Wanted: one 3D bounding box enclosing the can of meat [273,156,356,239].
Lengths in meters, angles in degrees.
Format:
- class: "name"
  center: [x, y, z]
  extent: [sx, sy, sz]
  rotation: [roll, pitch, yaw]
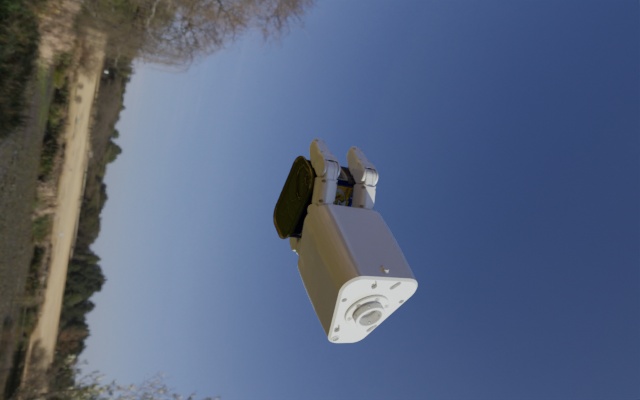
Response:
- class: "can of meat"
  center: [0.000, 0.002, 0.590]
  extent: [0.084, 0.102, 0.057]
  rotation: [8, 32, -29]
